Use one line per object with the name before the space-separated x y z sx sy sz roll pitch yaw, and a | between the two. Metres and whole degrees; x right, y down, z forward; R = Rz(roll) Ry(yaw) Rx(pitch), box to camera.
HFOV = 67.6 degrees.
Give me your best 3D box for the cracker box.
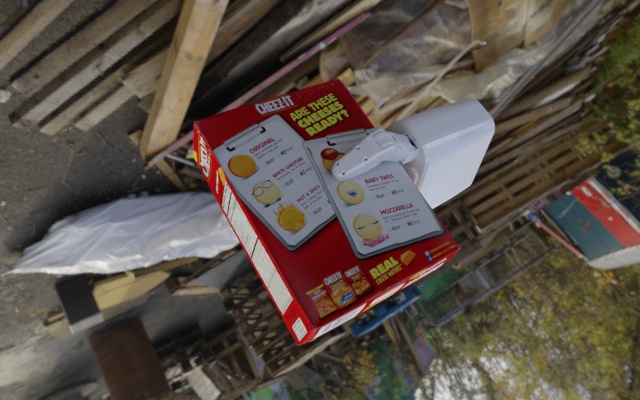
cracker box | 0.000 0.002 0.452 0.164 0.213 0.072 -23 -21 -27
